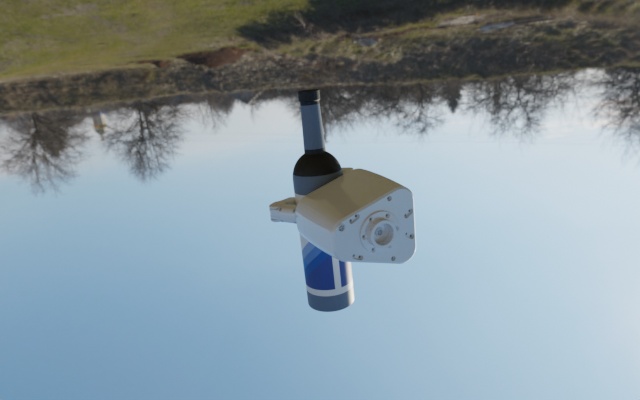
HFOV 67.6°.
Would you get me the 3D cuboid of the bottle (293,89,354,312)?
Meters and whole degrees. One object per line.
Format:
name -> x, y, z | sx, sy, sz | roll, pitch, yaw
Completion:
bottle -> 0.000, 0.002, 0.641 | 0.069, 0.296, 0.069 | -6, 16, 2
